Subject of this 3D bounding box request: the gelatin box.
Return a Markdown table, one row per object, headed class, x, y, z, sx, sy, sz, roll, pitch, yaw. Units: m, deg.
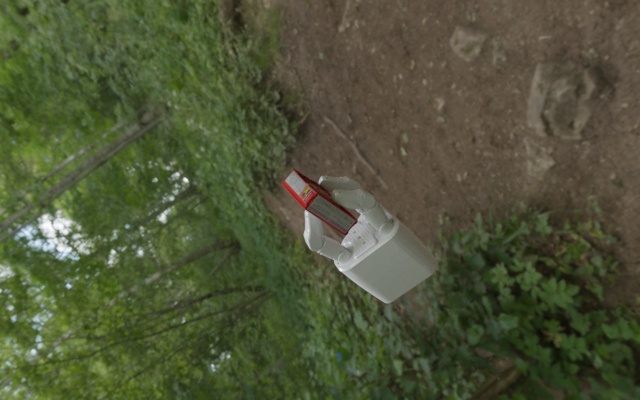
| class | x | y | z | sx | sy | sz | roll | pitch | yaw |
| --- | --- | --- | --- | --- | --- | --- | --- | --- | --- |
| gelatin box | 0.000 | 0.002 | 0.641 | 0.089 | 0.030 | 0.073 | 33 | 8 | -40 |
